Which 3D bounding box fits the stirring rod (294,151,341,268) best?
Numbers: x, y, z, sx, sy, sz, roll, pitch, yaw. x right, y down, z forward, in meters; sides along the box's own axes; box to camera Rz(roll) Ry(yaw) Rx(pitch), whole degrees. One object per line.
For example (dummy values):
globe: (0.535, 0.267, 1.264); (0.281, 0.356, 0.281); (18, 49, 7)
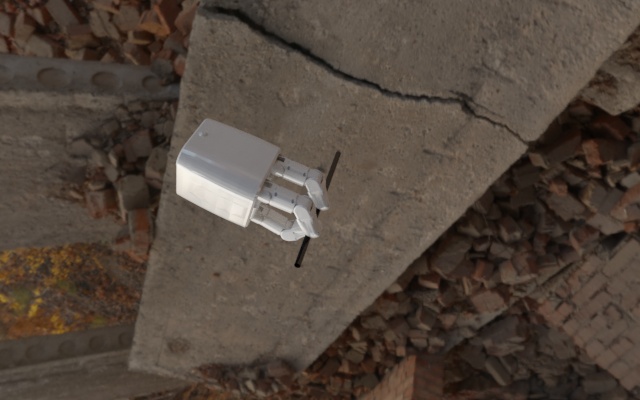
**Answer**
stirring rod: (0.000, 0.002, 0.666); (0.011, 0.011, 0.239); (0, 40, 18)
